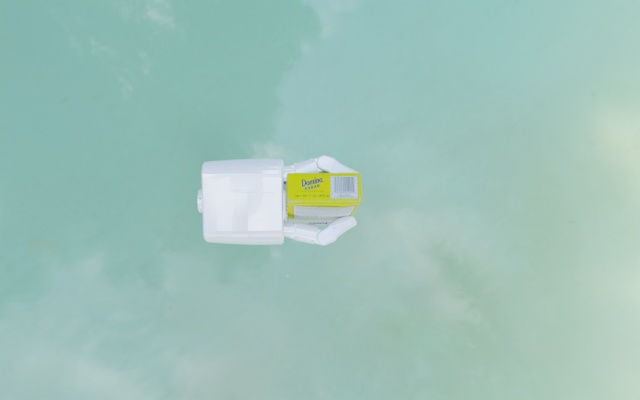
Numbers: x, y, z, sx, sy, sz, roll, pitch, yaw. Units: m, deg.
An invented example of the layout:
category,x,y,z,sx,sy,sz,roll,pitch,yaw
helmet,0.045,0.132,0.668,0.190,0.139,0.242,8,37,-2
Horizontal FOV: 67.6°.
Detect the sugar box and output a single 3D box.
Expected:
category,x,y,z,sx,sy,sz,roll,pitch,yaw
sugar box,0.000,0.002,0.661,0.093,0.048,0.176,1,-9,-4
